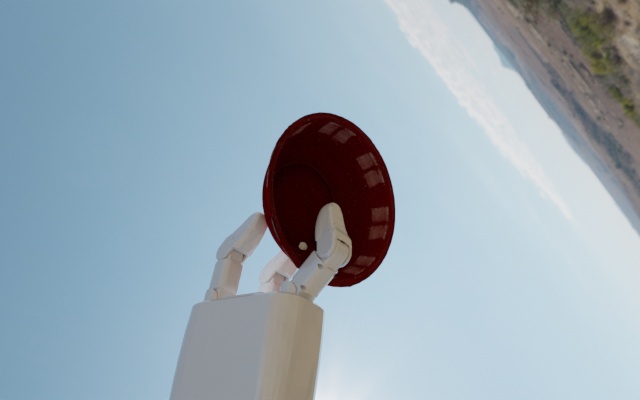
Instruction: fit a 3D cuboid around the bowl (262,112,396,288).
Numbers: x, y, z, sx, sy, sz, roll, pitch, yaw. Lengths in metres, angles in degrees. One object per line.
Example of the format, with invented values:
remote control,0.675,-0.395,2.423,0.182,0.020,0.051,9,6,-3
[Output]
bowl,0.000,0.001,0.456,0.162,0.162,0.055,0,-8,-42
